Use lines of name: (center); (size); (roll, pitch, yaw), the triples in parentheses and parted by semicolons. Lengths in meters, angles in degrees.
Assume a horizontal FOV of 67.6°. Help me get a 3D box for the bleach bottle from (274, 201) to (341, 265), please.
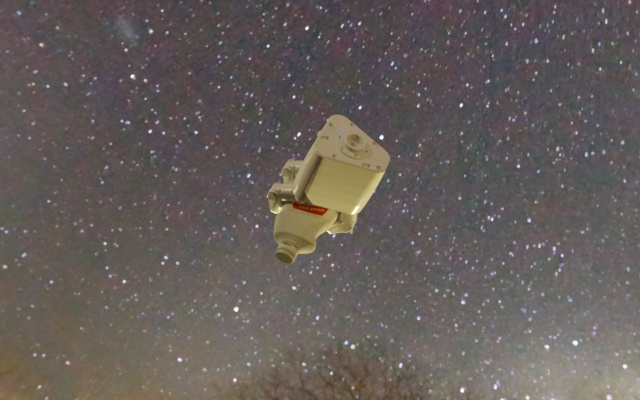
bleach bottle: (0.000, 0.003, 0.782); (0.102, 0.250, 0.068); (28, -38, 0)
